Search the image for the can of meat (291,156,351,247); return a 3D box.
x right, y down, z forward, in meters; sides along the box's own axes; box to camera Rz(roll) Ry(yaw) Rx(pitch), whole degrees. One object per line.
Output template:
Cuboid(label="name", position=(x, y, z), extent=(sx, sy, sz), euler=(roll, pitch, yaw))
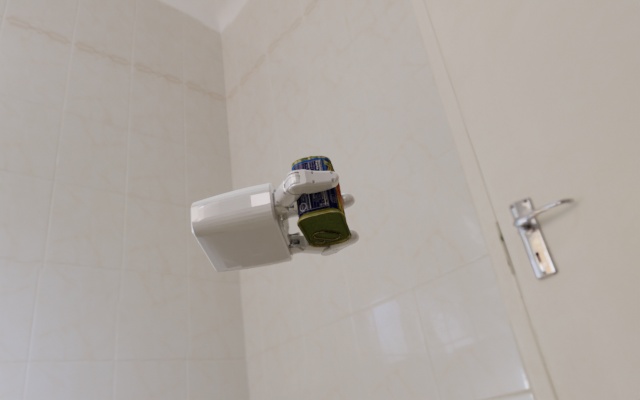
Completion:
Cuboid(label="can of meat", position=(0.000, 0.002, 0.614), extent=(0.057, 0.084, 0.102), euler=(-13, -27, 6))
